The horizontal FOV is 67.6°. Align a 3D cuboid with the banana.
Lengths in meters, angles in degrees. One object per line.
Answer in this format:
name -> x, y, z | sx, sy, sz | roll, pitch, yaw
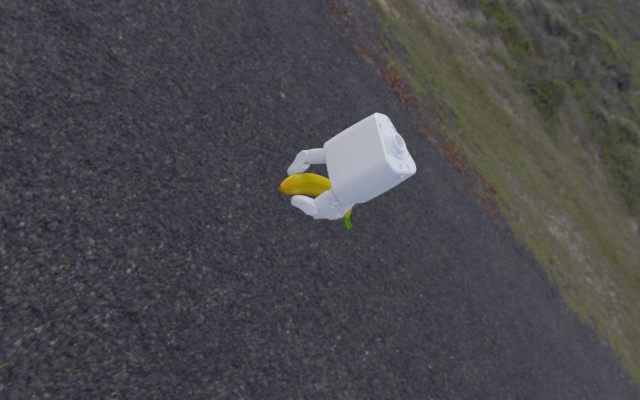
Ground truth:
banana -> 0.001, -0.012, 0.864 | 0.037, 0.069, 0.198 | -26, -38, 33
